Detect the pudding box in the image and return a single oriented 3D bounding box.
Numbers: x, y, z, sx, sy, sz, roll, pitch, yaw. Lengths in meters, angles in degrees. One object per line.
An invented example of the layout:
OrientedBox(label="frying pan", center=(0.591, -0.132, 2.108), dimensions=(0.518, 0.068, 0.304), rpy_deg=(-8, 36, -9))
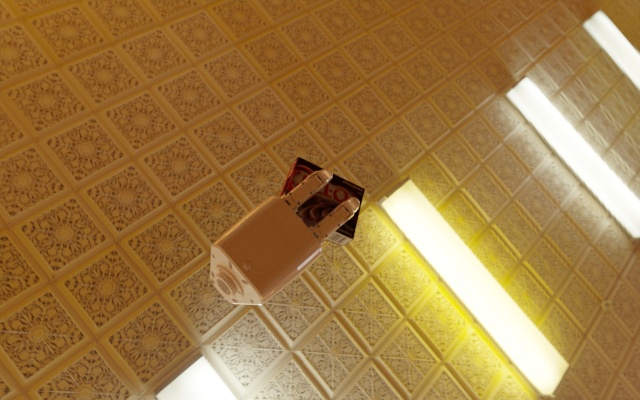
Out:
OrientedBox(label="pudding box", center=(0.000, 0.002, 0.673), dimensions=(0.113, 0.090, 0.039), rpy_deg=(26, -34, -14))
